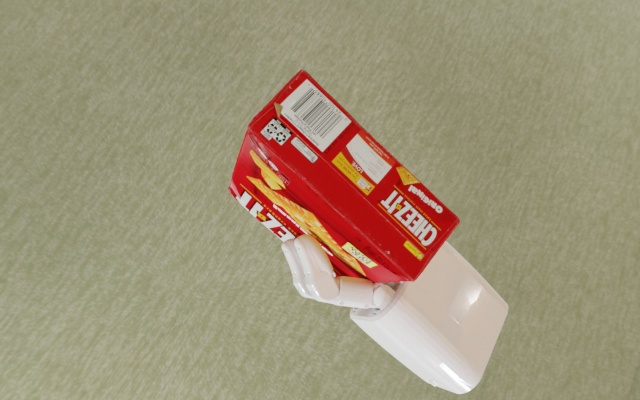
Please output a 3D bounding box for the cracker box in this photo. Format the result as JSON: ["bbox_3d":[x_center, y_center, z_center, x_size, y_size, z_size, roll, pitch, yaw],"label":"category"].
[{"bbox_3d":[0.000,0.001,0.438,0.164,0.072,0.214,43,-18,-4],"label":"cracker box"}]
